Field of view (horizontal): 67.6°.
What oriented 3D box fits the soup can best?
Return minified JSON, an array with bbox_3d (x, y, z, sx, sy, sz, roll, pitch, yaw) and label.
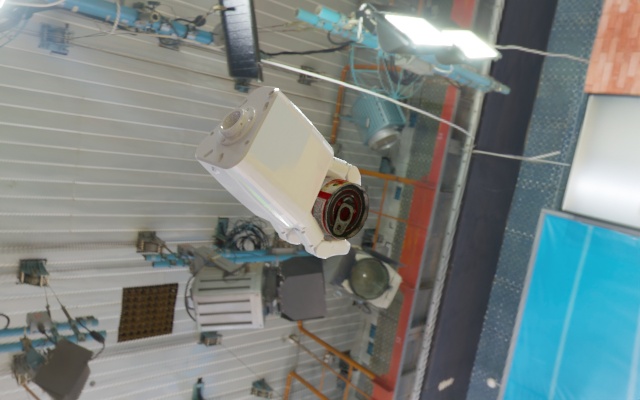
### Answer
[{"bbox_3d":[0.000,0.002,0.585,0.068,0.068,0.102,0,13,-41],"label":"soup can"}]
